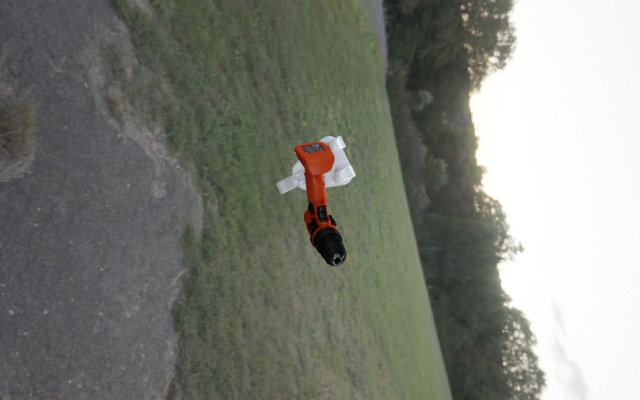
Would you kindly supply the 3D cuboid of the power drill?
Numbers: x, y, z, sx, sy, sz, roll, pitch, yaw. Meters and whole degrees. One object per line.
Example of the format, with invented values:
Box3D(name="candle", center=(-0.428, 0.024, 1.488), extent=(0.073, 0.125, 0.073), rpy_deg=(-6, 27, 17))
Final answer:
Box3D(name="power drill", center=(0.000, 0.002, 0.840), extent=(0.057, 0.188, 0.184), rpy_deg=(-10, 25, -12))
